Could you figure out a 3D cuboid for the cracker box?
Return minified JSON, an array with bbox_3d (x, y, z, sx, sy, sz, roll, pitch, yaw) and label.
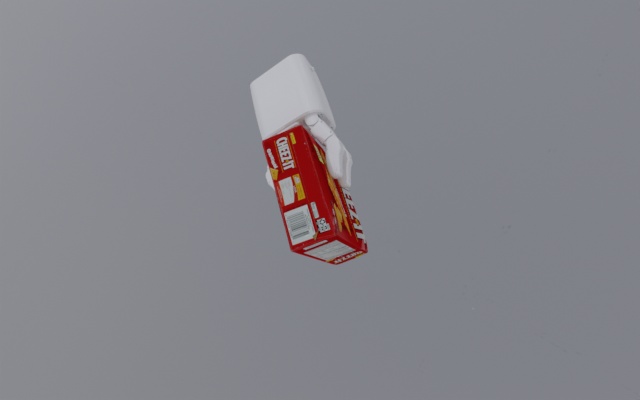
[{"bbox_3d":[0.000,0.002,0.722,0.072,0.164,0.214,-21,-17,12],"label":"cracker box"}]
